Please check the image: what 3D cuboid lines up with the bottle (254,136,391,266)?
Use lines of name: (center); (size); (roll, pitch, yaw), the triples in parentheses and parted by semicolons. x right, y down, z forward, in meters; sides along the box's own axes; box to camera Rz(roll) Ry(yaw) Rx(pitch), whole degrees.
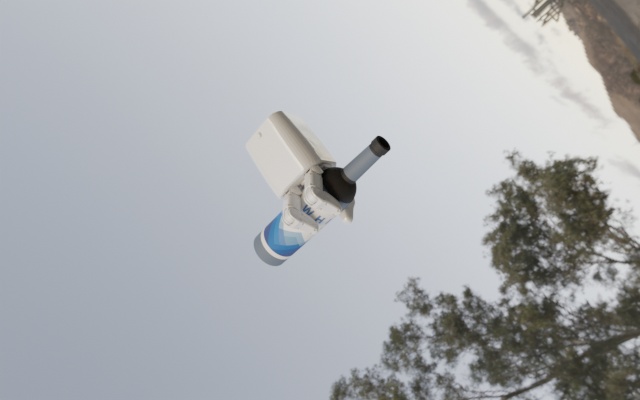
bottle: (0.000, 0.003, 0.754); (0.069, 0.069, 0.296); (0, -35, -47)
